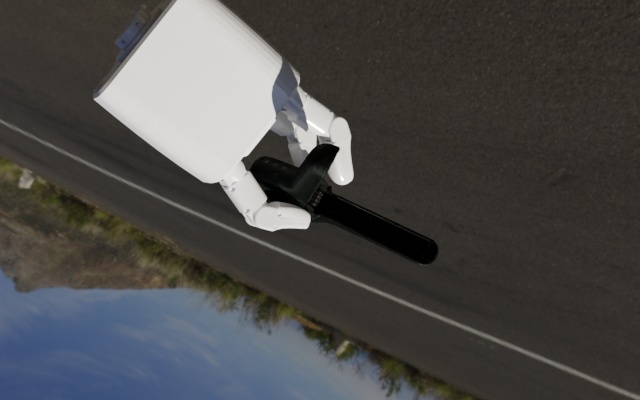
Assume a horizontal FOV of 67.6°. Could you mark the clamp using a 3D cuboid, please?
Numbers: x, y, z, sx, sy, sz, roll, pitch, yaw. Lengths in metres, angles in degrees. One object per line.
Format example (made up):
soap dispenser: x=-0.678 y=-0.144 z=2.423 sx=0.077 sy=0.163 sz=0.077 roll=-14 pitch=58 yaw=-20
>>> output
clamp: x=-0.001 y=0.002 z=0.447 sx=0.165 sy=0.036 sz=0.210 roll=39 pitch=-17 yaw=-31
